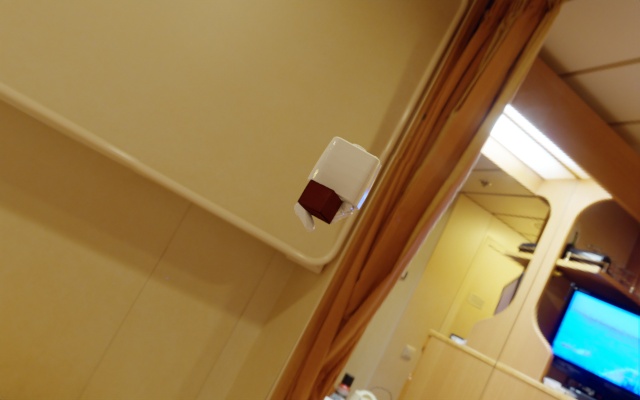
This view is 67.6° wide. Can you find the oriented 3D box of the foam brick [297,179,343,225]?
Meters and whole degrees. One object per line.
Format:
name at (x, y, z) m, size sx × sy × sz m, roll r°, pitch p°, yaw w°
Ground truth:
foam brick at (0.000, 0.003, 0.894) m, size 0.053 × 0.051 × 0.078 m, roll 28°, pitch -8°, yaw 21°
